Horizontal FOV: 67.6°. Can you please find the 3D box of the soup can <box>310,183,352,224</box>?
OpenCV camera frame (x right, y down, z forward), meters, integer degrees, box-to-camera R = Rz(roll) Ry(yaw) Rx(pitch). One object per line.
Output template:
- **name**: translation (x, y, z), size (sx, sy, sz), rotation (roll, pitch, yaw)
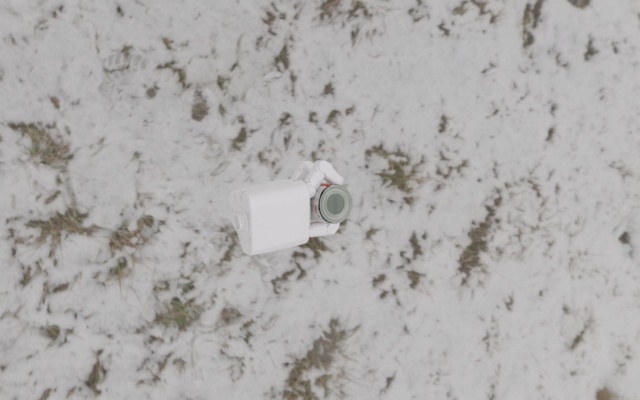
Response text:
- **soup can**: translation (0.001, 0.003, 0.829), size (0.068, 0.068, 0.102), rotation (0, 4, -31)
